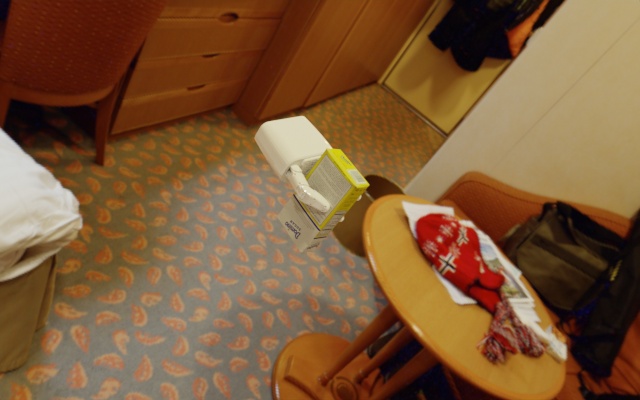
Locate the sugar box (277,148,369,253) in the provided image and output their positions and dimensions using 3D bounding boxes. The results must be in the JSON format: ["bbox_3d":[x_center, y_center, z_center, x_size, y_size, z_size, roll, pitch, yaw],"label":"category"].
[{"bbox_3d":[0.000,0.003,0.854,0.048,0.093,0.176,-5,-39,-48],"label":"sugar box"}]
